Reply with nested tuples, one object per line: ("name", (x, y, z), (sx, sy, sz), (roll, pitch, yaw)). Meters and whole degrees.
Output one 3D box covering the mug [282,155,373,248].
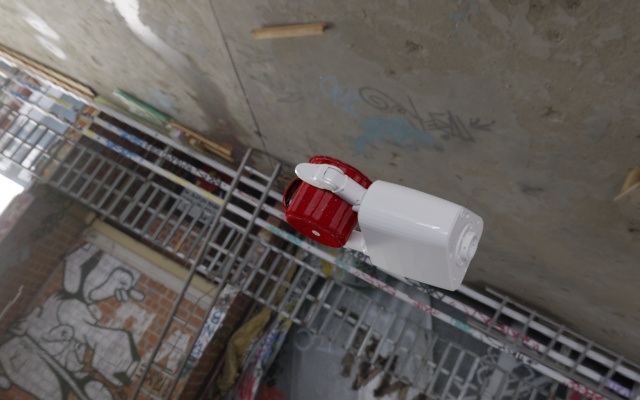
("mug", (-0.001, 0.002, 0.587), (0.117, 0.081, 0.093), (16, -20, 35))
